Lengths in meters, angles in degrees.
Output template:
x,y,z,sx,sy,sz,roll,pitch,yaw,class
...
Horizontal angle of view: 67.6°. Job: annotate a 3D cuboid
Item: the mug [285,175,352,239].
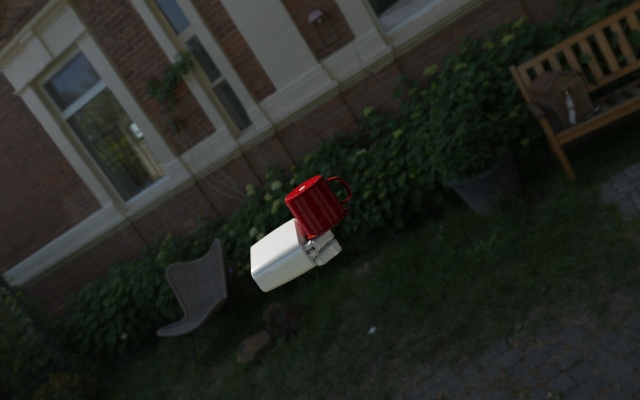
x,y,z,sx,sy,sz,roll,pitch,yaw,class
0.001,0.002,0.853,0.117,0.081,0.093,-33,11,5,mug
